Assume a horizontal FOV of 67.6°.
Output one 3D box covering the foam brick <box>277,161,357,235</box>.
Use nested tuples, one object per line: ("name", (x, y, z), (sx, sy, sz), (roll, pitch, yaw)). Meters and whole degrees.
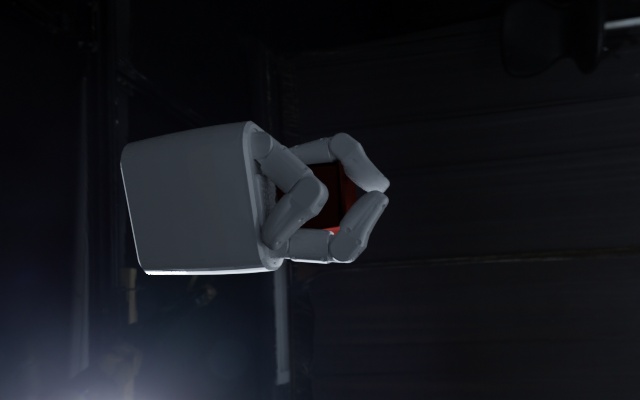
("foam brick", (0.000, 0.001, 0.403), (0.051, 0.053, 0.078), (-6, -9, 13))
